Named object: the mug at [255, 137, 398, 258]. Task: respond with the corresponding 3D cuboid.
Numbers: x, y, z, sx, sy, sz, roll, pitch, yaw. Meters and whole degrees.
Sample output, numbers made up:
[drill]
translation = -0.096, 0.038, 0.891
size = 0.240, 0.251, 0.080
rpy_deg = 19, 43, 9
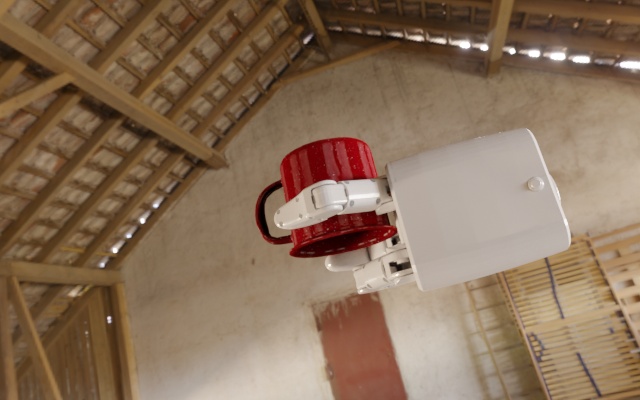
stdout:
[mug]
translation = -0.001, 0.002, 0.411
size = 0.117, 0.081, 0.093
rpy_deg = -15, -16, 10
